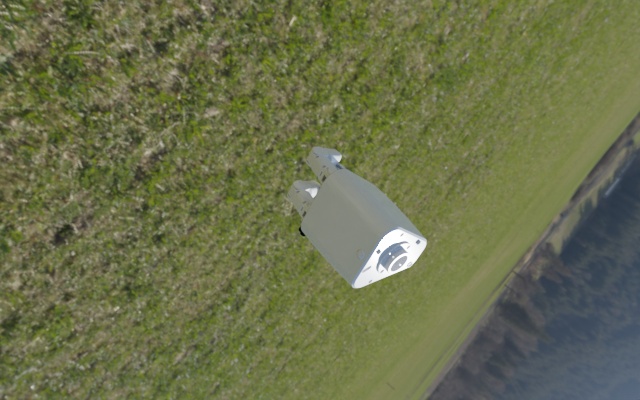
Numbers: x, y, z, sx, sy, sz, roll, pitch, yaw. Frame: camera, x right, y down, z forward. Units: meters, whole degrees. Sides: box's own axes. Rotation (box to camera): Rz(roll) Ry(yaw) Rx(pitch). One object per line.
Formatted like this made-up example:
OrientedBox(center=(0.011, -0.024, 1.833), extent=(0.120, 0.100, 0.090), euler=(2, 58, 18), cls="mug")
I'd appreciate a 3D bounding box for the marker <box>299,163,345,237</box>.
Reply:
OrientedBox(center=(0.000, 0.002, 0.665), extent=(0.020, 0.121, 0.020), euler=(22, 27, -12), cls="marker")
